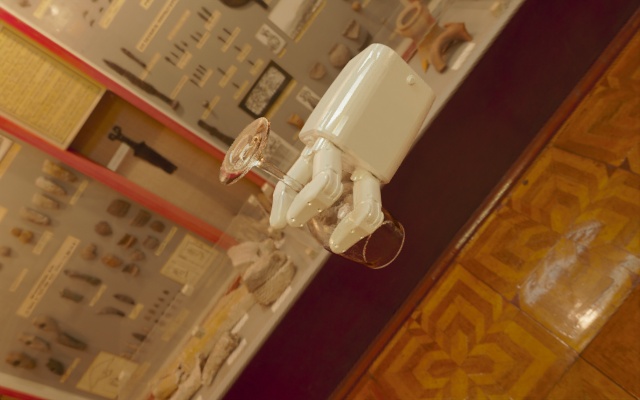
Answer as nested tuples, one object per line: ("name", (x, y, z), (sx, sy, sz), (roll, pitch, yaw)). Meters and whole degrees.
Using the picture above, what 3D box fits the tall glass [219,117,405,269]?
("tall glass", (-0.001, 0.001, 0.492), (0.201, 0.079, 0.079), (34, -19, -30))
